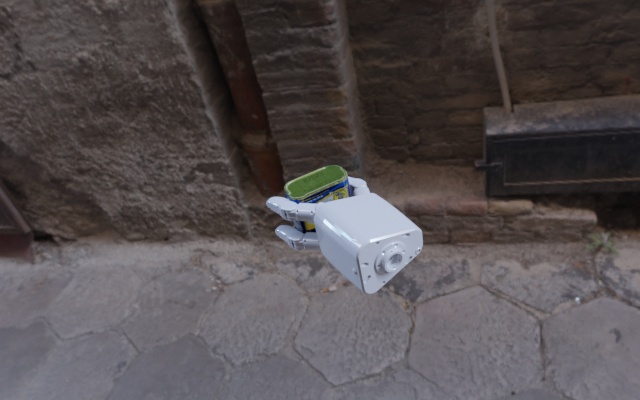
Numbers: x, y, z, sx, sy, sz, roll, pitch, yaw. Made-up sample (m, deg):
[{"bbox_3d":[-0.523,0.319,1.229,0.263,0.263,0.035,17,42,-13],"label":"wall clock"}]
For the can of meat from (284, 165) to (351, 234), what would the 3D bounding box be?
[{"bbox_3d":[0.000,0.002,0.738,0.102,0.084,0.057,-24,37,-15],"label":"can of meat"}]
